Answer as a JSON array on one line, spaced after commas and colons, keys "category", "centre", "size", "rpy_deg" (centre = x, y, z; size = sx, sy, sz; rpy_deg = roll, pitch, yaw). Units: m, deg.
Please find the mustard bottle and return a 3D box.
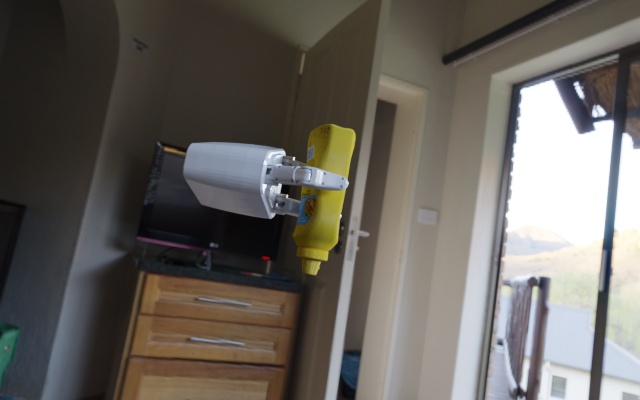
[{"category": "mustard bottle", "centre": [0.000, 0.002, 0.631], "size": [0.058, 0.191, 0.096], "rpy_deg": [12, -8, -17]}]
